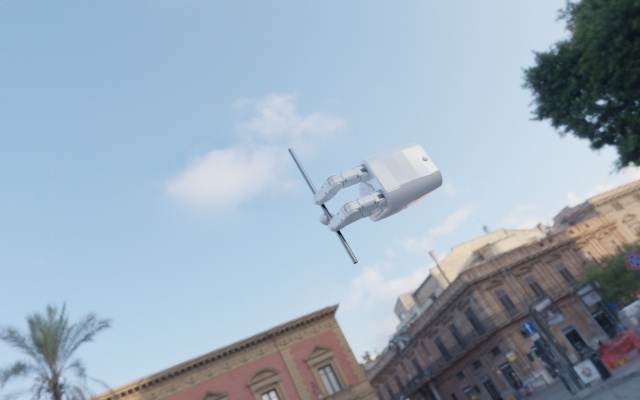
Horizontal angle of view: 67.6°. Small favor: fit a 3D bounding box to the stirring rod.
[{"bbox_3d":[0.000,0.003,0.782,0.011,0.239,0.011,-23,-28,-13],"label":"stirring rod"}]
